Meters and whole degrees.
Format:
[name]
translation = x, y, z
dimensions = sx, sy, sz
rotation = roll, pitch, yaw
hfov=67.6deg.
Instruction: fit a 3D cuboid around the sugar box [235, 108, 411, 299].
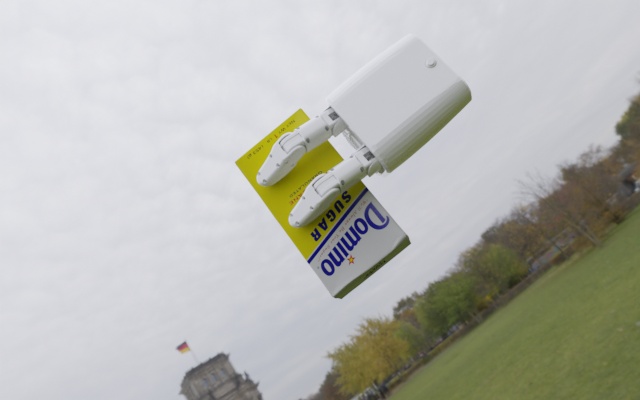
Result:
[sugar box]
translation = 0.000, 0.001, 0.483
dimensions = 0.093, 0.176, 0.048
rotation = -40, -21, 3
